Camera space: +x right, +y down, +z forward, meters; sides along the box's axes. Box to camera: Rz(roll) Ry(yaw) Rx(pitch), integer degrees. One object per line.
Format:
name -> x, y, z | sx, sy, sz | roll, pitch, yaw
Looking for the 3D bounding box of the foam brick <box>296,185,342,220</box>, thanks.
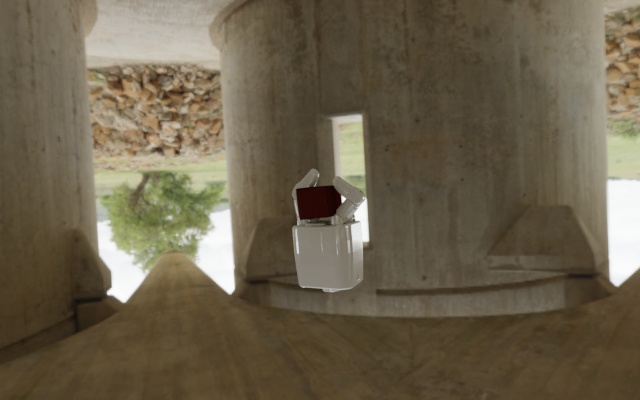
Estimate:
foam brick -> 0.000, 0.003, 0.787 | 0.053, 0.051, 0.078 | -5, 0, 21
